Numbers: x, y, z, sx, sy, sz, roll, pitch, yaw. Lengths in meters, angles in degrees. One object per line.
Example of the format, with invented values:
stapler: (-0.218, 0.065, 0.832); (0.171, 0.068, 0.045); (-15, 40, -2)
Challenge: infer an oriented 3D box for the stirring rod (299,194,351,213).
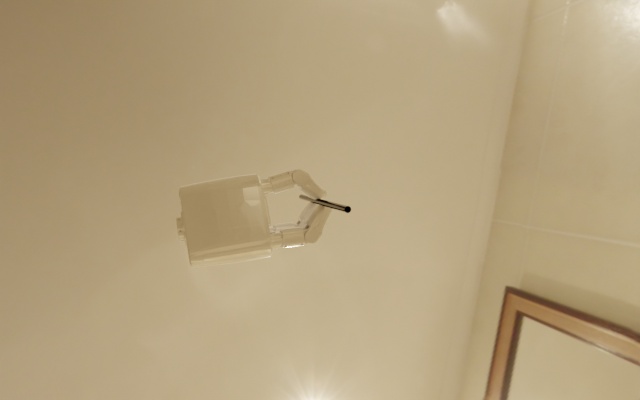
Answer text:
stirring rod: (0.000, 0.002, 0.655); (0.011, 0.011, 0.239); (0, 4, -15)
